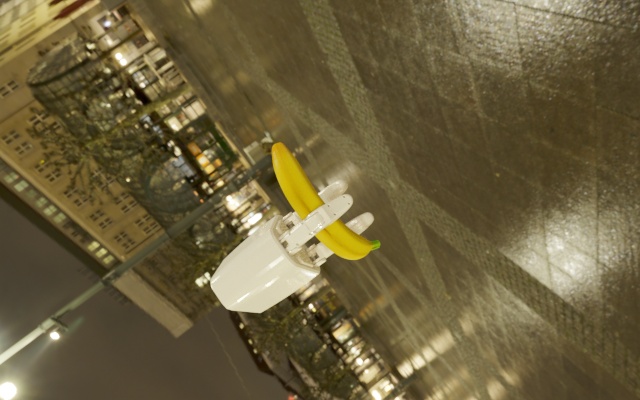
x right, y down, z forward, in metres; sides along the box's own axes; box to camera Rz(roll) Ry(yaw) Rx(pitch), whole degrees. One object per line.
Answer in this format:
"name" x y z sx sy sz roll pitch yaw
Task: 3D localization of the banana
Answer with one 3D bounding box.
"banana" -0.001 0.012 0.608 0.037 0.198 0.069 -37 14 24
